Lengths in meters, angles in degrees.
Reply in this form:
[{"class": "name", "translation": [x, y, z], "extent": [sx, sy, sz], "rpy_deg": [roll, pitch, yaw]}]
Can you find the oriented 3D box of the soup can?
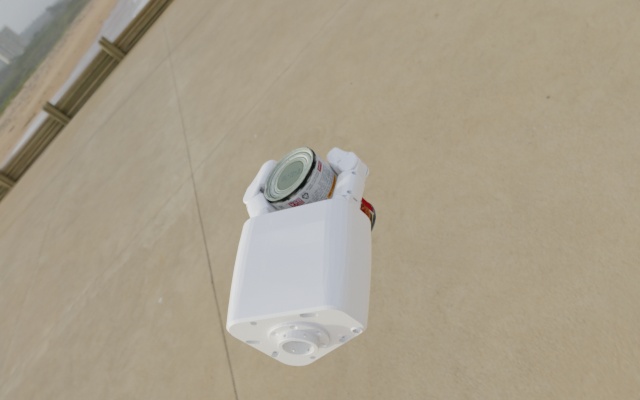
[{"class": "soup can", "translation": [0.000, 0.001, 0.490], "extent": [0.068, 0.068, 0.102], "rpy_deg": [0, -33, 49]}]
